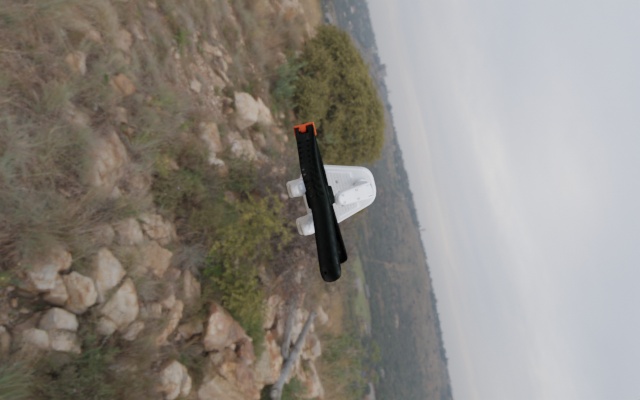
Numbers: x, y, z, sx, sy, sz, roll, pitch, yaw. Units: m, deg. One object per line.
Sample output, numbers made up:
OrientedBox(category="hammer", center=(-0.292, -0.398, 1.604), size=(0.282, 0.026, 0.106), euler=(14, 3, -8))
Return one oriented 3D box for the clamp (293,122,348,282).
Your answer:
OrientedBox(category="clamp", center=(0.001, 0.001, 0.628), size=(0.036, 0.210, 0.164), euler=(-13, 6, 5))
